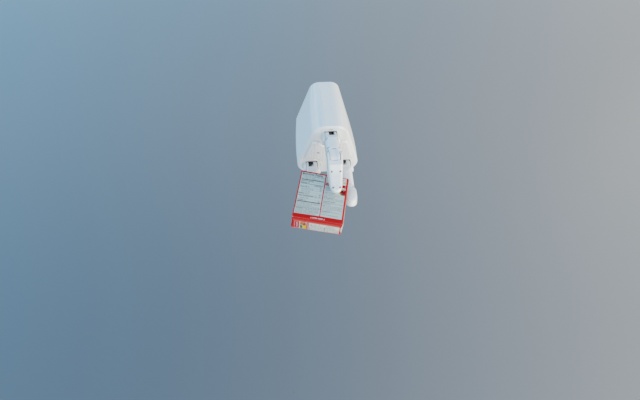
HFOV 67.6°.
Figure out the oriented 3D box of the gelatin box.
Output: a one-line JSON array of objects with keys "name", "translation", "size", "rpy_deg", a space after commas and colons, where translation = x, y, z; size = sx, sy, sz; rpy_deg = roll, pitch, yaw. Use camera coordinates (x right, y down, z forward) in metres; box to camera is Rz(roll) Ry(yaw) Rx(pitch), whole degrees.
[{"name": "gelatin box", "translation": [0.000, 0.002, 0.697], "size": [0.073, 0.089, 0.030], "rpy_deg": [9, -37, 0]}]
